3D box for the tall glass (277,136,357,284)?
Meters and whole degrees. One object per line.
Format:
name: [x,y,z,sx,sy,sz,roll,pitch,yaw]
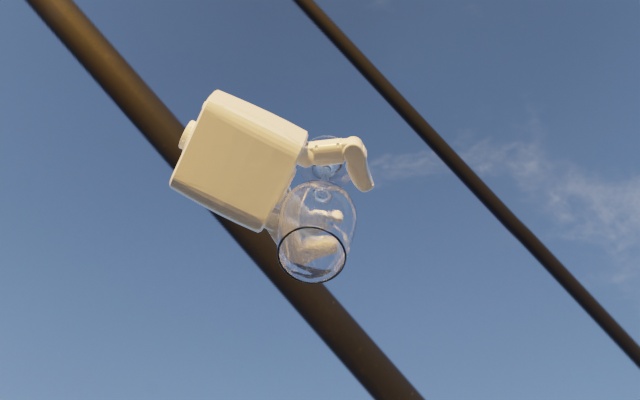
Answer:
tall glass: [0.000,0.001,0.505,0.079,0.079,0.201,0,29,5]
